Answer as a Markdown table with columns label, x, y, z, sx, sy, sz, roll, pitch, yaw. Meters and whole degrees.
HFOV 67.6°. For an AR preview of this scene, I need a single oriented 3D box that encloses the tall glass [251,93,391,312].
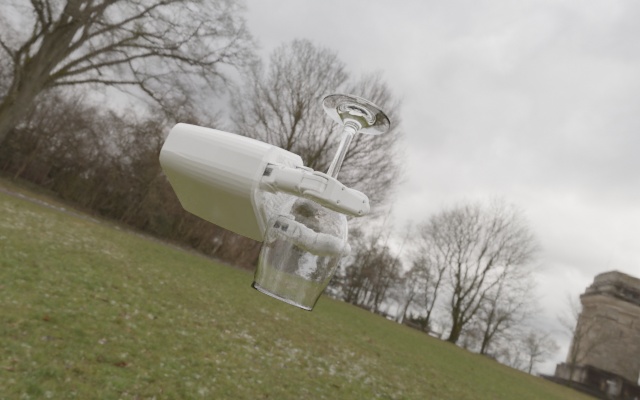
| label | x | y | z | sx | sy | sz | roll | pitch | yaw |
| --- | --- | --- | --- | --- | --- | --- | --- | --- | --- |
| tall glass | 0.000 | 0.001 | 0.463 | 0.079 | 0.201 | 0.079 | 21 | -14 | 5 |
